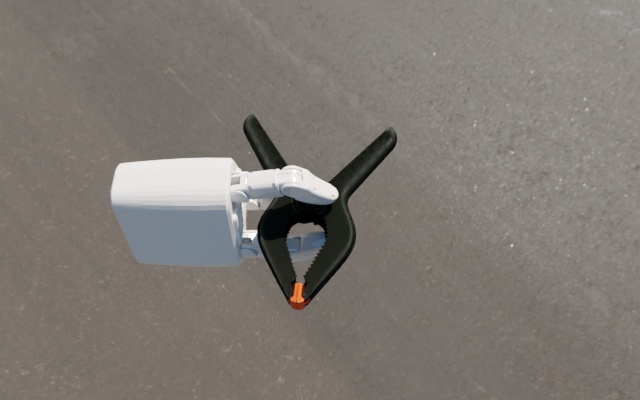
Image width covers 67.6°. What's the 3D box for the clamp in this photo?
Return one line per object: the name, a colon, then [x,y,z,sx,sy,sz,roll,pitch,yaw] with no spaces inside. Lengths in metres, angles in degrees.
clamp: [0.000,0.002,0.473,0.164,0.210,0.036,-1,-27,0]
